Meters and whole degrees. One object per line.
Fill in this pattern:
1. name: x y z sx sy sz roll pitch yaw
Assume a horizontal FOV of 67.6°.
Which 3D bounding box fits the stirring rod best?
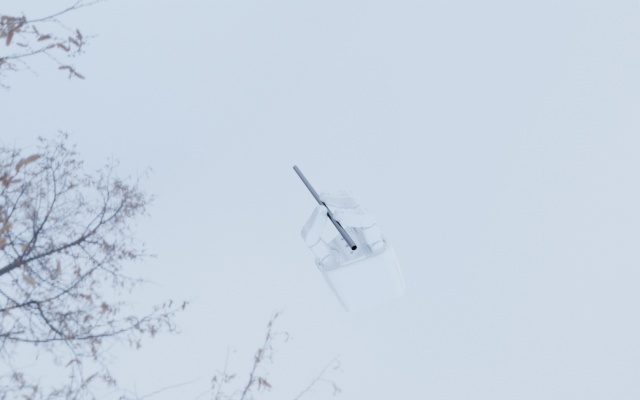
1. stirring rod: 0.000 0.002 0.690 0.011 0.011 0.239 0 28 -23
